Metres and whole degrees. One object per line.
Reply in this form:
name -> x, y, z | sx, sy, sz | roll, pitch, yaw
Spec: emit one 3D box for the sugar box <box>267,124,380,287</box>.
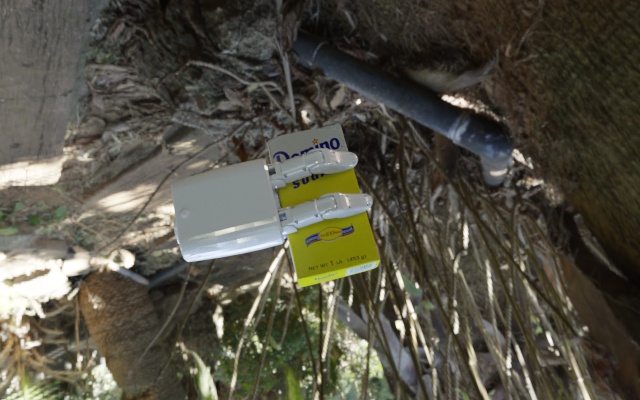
sugar box -> 0.000, 0.002, 0.550 | 0.093, 0.176, 0.048 | -13, -21, -6
